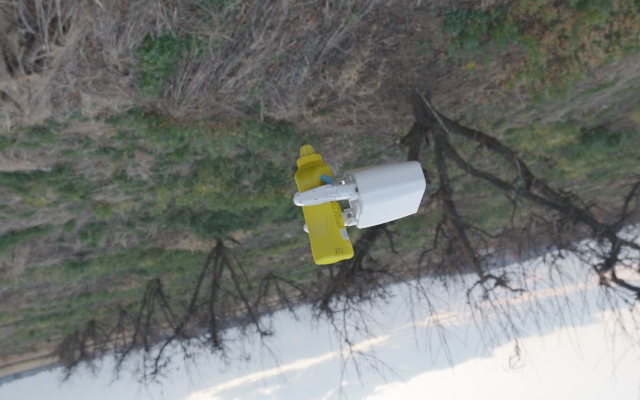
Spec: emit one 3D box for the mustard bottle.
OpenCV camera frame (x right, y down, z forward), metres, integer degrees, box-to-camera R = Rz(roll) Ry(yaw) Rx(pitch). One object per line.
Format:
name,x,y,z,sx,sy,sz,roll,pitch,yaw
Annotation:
mustard bottle,0.000,0.003,0.758,0.058,0.191,0.096,-18,-12,18
